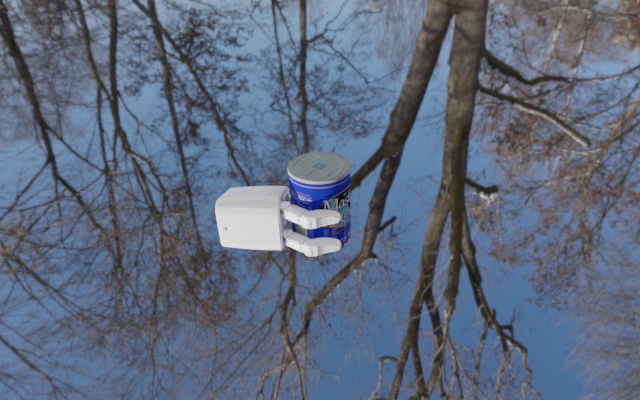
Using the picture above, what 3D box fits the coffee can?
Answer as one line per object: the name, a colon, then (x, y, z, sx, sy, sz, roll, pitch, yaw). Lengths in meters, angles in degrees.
coffee can: (0.000, 0.002, 0.804, 0.103, 0.140, 0.102, -2, 32, 1)
